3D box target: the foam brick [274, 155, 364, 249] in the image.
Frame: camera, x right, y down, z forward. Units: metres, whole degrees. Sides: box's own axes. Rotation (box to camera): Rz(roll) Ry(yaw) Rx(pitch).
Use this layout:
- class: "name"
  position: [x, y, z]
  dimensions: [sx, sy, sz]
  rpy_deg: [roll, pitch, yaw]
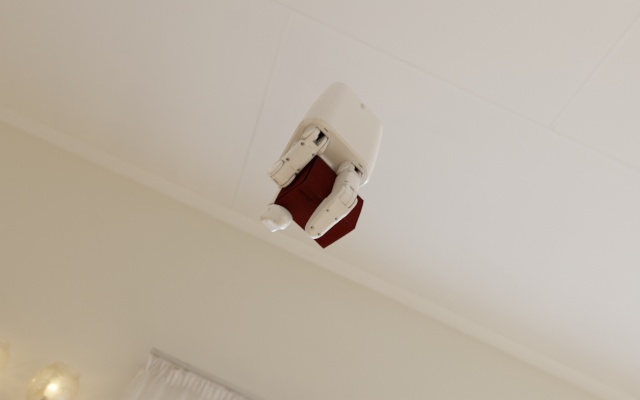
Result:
- class: "foam brick"
  position: [0.000, 0.002, 0.518]
  dimensions: [0.053, 0.078, 0.051]
  rpy_deg: [-33, 20, 36]
